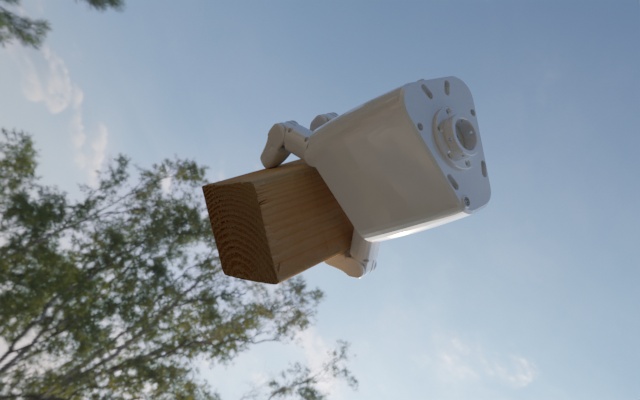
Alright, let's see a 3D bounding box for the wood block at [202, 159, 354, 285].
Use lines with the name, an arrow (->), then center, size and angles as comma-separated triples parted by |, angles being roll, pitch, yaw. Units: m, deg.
wood block -> 0.001, 0.002, 0.483 | 0.206, 0.091, 0.090 | -20, 12, -40
